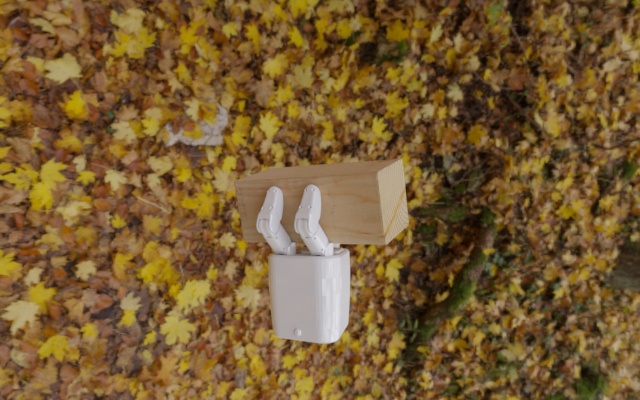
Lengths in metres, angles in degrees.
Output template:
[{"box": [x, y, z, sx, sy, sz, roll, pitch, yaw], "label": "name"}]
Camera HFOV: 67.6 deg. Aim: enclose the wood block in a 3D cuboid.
[{"box": [0.000, 0.002, 0.630, 0.206, 0.090, 0.091, -2, 13, 29], "label": "wood block"}]
